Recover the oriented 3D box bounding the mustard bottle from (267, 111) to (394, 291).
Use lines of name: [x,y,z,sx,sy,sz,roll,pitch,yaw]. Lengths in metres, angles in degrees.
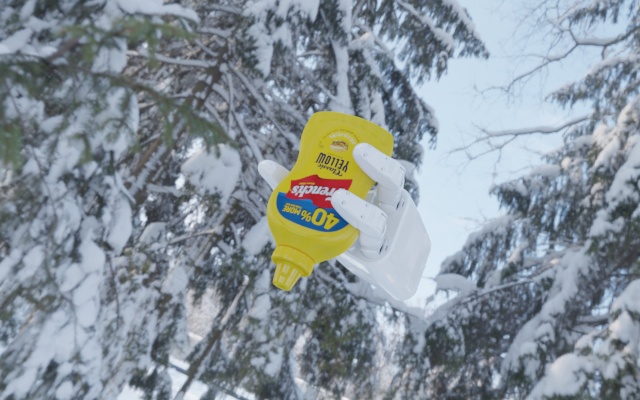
mustard bottle: [0.000,0.001,0.484,0.096,0.191,0.058,20,-24,12]
